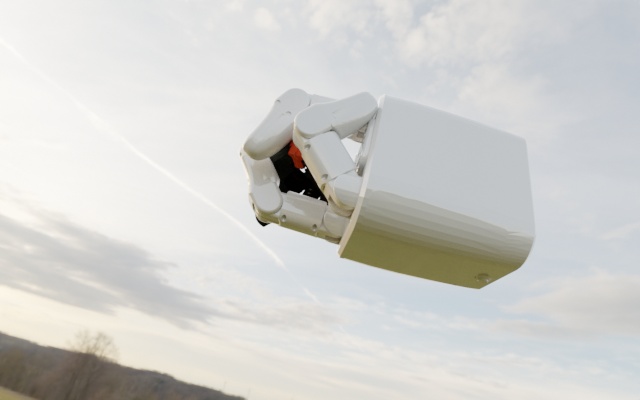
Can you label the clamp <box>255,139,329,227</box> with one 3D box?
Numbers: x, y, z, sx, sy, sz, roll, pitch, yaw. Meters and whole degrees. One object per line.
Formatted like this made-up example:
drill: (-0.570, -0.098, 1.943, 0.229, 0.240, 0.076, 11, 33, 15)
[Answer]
clamp: (0.000, 0.001, 0.406, 0.120, 0.039, 0.171, 15, -23, 0)
